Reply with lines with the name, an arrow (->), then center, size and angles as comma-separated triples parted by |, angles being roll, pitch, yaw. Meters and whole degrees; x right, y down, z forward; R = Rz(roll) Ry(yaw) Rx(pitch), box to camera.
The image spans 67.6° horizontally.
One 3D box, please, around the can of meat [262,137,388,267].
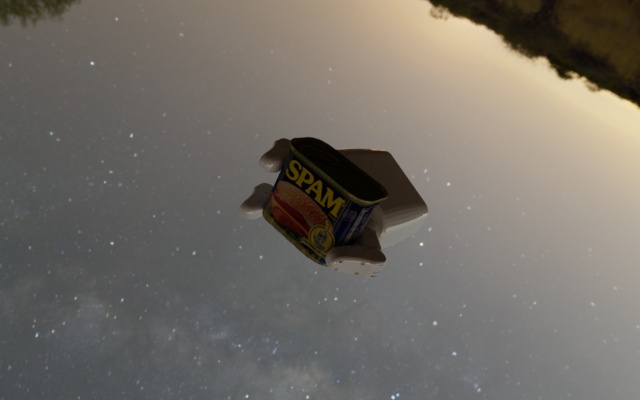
can of meat -> 0.000, 0.002, 0.460 | 0.102, 0.084, 0.057 | 40, 30, 23
